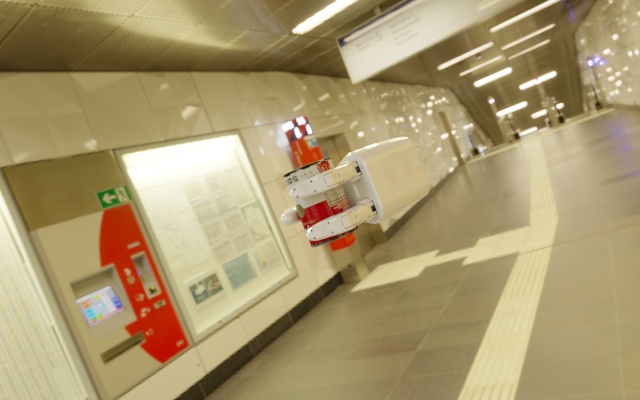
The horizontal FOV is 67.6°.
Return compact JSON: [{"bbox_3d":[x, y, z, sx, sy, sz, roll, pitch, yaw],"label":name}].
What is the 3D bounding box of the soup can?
[{"bbox_3d":[0.000,0.002,0.628,0.068,0.102,0.068,-22,2,1],"label":"soup can"}]
